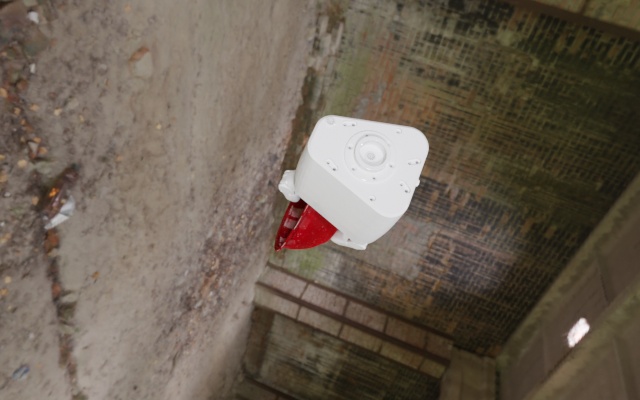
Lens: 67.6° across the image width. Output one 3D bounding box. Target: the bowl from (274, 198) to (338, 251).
[{"bbox_3d":[0.000,0.002,0.614,0.055,0.162,0.162,27,-5,-10],"label":"bowl"}]
